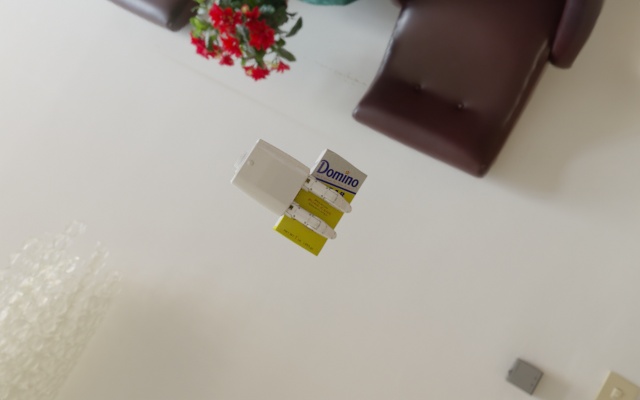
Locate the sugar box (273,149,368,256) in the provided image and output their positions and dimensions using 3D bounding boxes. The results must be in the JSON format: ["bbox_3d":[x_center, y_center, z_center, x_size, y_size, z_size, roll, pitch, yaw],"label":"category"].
[{"bbox_3d":[0.000,0.003,0.867,0.093,0.176,0.048,33,-6,-10],"label":"sugar box"}]
